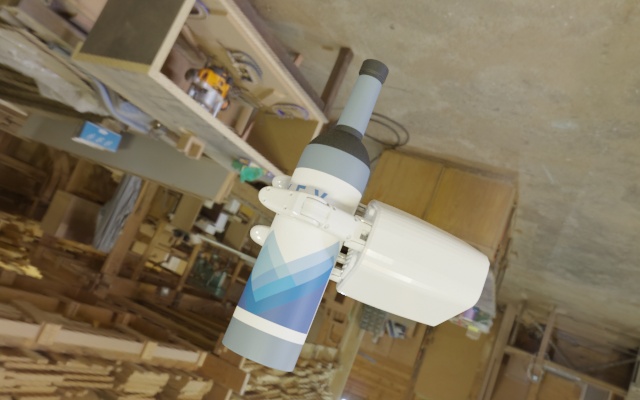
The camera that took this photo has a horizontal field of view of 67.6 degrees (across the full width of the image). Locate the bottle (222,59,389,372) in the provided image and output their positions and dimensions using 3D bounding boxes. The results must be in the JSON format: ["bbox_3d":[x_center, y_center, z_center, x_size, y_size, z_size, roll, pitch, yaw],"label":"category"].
[{"bbox_3d":[0.000,0.002,0.442,0.069,0.295,0.069,21,-11,5],"label":"bottle"}]
